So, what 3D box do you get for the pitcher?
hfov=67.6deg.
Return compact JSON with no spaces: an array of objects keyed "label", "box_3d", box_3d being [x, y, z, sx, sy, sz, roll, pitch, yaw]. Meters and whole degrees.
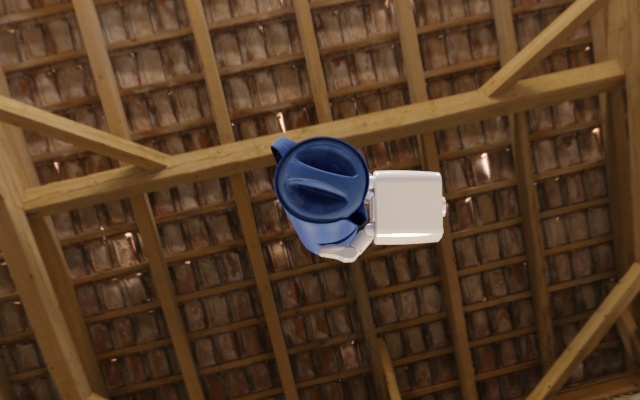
[{"label":"pitcher","box_3d":[0.000,0.003,0.770,0.145,0.149,0.243,-1,-21,2]}]
